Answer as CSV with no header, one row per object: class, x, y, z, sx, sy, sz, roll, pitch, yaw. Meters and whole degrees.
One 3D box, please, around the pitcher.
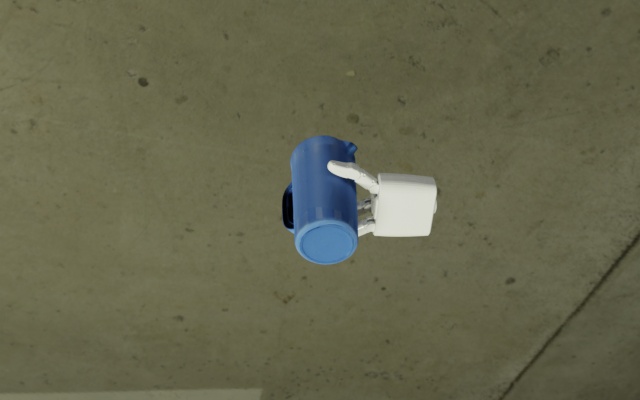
pitcher,0.000,0.003,0.893,0.145,0.149,0.242,3,40,-4
